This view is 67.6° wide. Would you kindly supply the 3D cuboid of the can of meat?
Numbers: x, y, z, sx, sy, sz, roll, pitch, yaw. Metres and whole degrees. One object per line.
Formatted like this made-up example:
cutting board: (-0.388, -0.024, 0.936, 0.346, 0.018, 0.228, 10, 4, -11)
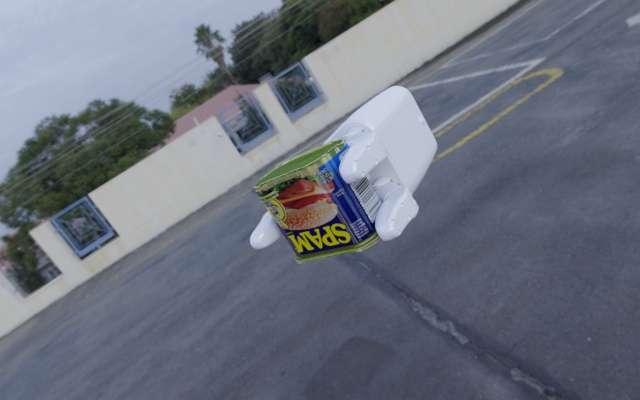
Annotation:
can of meat: (0.000, 0.001, 0.421, 0.102, 0.084, 0.057, -17, 20, 44)
